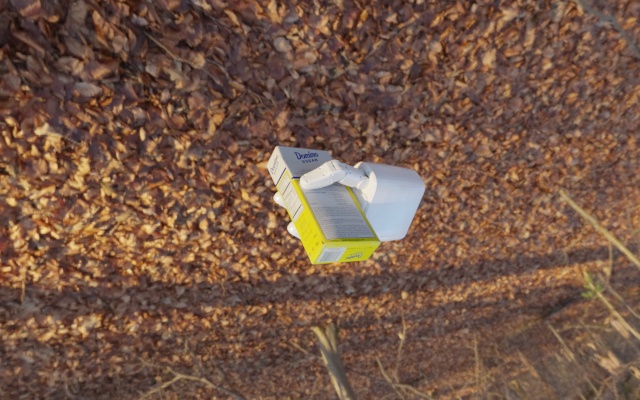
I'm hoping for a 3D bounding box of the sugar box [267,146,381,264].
[{"bbox_3d":[0.000,0.003,0.649,0.093,0.048,0.176,2,44,-35],"label":"sugar box"}]
